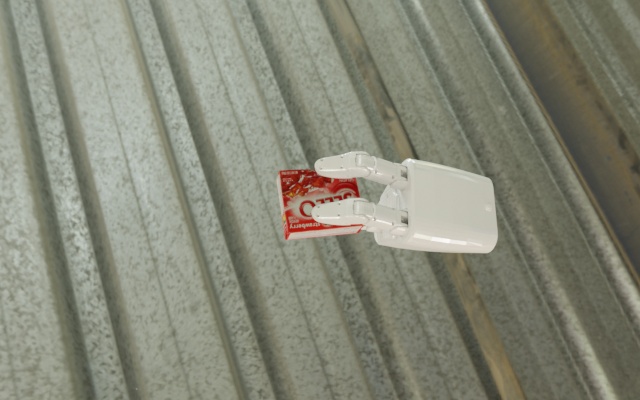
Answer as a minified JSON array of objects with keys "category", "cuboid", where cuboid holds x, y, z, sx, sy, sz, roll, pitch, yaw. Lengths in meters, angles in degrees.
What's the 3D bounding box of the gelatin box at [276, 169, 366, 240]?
[{"category":"gelatin box","cuboid":[0.000,0.002,0.530,0.089,0.073,0.030,-4,-20,-14]}]
